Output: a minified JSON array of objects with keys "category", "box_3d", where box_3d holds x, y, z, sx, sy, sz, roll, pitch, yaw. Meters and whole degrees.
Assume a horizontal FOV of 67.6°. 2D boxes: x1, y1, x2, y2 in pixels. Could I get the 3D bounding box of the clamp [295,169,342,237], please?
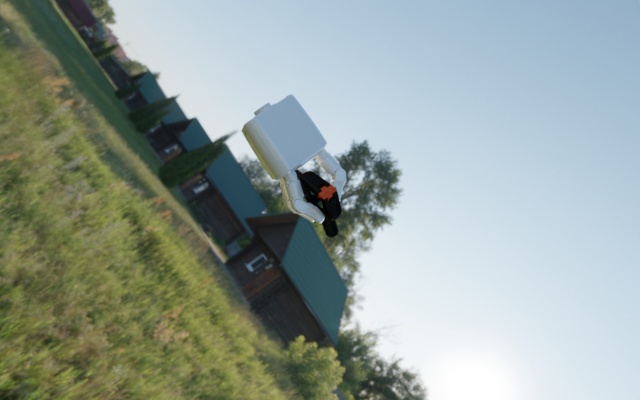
[{"category":"clamp","box_3d":[0.001,0.002,0.838,0.036,0.164,0.210,-37,9,-10]}]
